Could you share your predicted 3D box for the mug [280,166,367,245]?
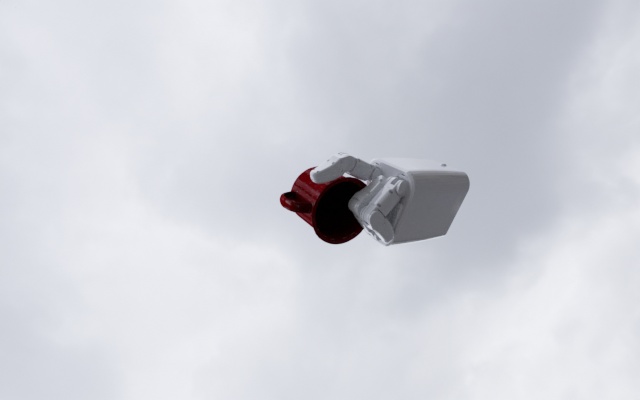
[{"bbox_3d":[-0.001,0.002,0.642,0.117,0.093,0.081,-3,21,-30],"label":"mug"}]
